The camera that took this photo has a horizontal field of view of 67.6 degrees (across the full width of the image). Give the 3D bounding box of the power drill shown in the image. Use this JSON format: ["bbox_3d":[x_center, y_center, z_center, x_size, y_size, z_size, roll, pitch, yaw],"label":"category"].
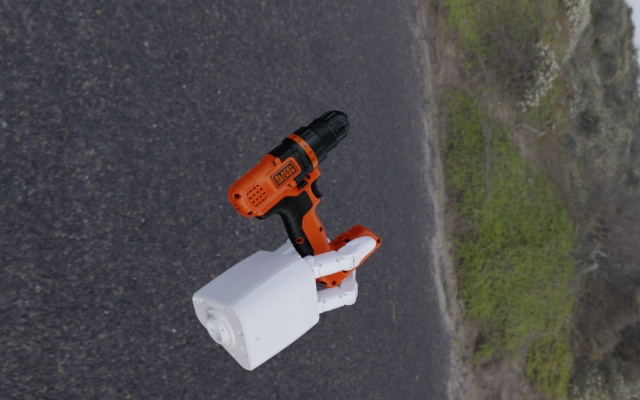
[{"bbox_3d":[0.000,0.003,0.611,0.184,0.188,0.057,-40,21,-16],"label":"power drill"}]
